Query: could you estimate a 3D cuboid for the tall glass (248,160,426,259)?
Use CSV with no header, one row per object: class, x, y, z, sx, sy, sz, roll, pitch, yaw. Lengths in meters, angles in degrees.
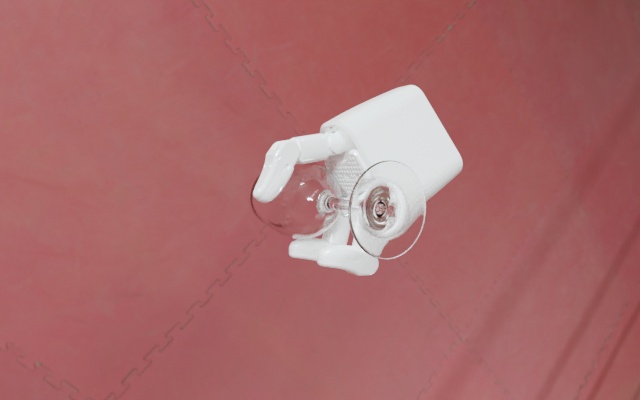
tall glass,0.000,0.001,0.440,0.079,0.079,0.201,0,3,-32
